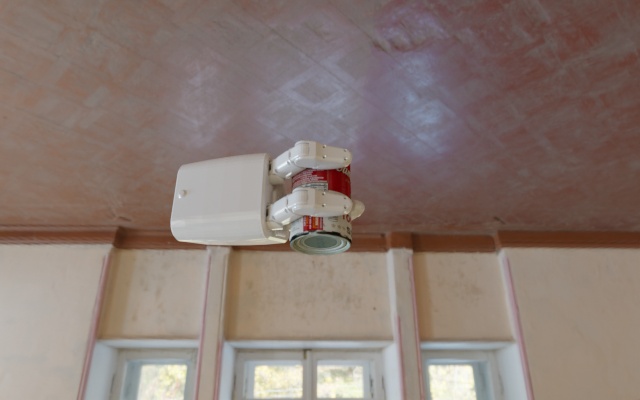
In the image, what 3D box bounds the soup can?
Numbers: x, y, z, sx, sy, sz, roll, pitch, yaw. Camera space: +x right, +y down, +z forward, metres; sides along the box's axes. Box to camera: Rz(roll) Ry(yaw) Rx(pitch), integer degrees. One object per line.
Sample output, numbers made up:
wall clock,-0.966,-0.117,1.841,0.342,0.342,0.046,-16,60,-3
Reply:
soup can,0.001,0.002,0.525,0.068,0.102,0.068,0,-25,0
